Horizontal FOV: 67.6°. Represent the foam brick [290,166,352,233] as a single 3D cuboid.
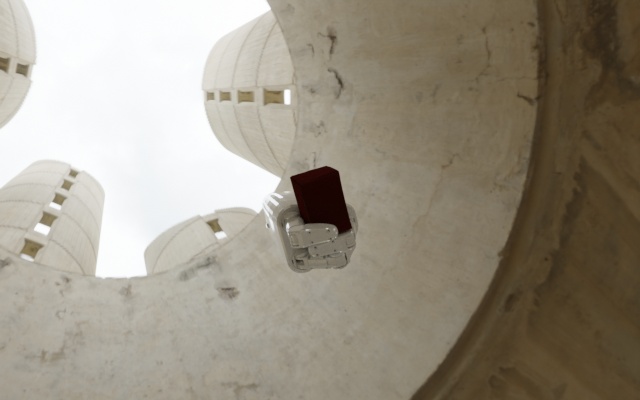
[{"bbox_3d":[0.000,0.002,0.597,0.053,0.078,0.051,-18,19,-12],"label":"foam brick"}]
